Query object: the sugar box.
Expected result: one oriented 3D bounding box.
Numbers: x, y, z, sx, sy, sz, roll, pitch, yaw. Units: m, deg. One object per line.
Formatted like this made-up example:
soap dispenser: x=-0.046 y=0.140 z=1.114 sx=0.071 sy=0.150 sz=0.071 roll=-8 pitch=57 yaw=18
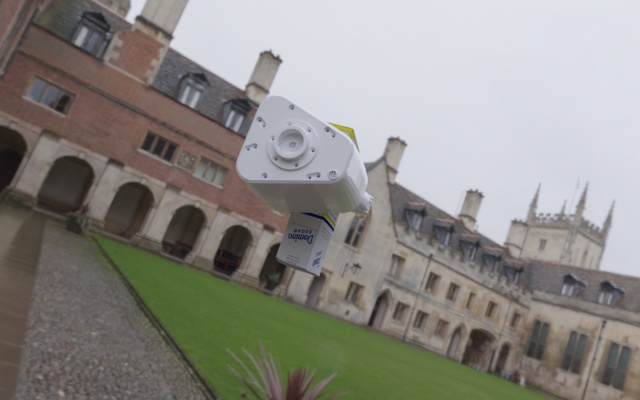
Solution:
sugar box: x=0.000 y=0.002 z=0.593 sx=0.048 sy=0.176 sz=0.093 roll=19 pitch=-10 yaw=14
